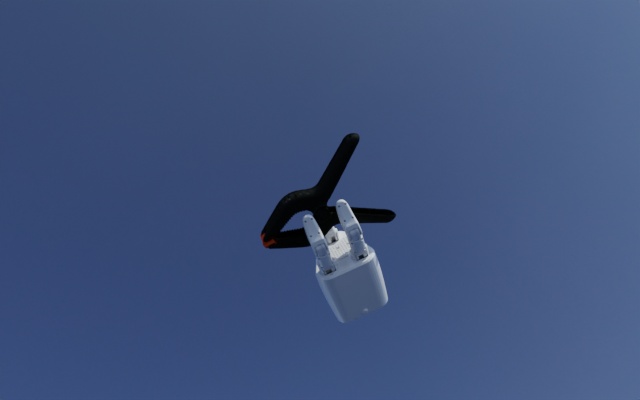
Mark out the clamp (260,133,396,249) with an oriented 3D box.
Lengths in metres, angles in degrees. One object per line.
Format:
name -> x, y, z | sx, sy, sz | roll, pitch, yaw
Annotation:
clamp -> -0.001, 0.002, 0.722 | 0.210, 0.165, 0.036 | -24, 28, -4
